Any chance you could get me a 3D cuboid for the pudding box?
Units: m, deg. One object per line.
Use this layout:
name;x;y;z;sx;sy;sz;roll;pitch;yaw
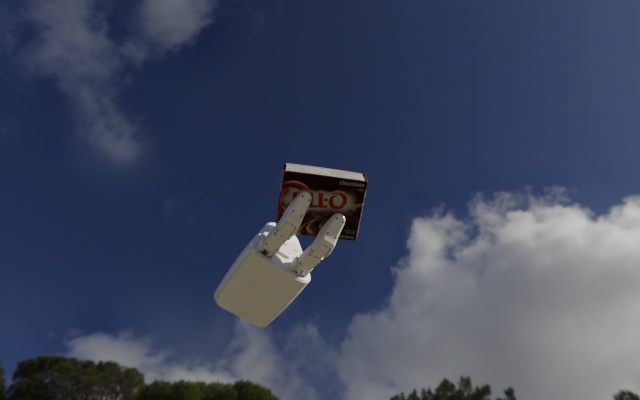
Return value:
pudding box;0.000;0.002;0.644;0.113;0.090;0.039;6;25;-7
